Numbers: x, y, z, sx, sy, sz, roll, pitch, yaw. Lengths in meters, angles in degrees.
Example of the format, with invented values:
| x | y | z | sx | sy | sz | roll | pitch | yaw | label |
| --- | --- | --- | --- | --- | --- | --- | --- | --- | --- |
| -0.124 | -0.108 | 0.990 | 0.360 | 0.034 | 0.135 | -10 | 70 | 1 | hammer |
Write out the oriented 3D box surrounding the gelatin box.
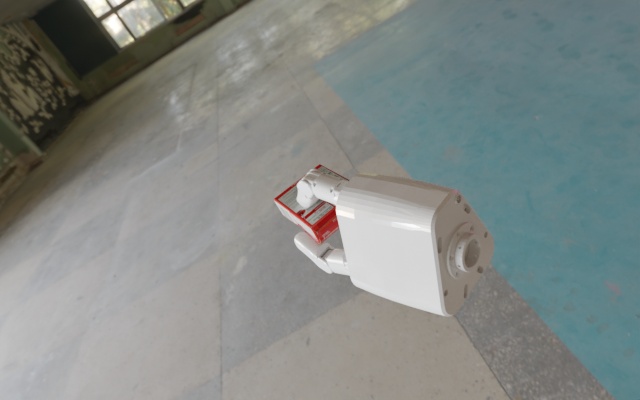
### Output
| x | y | z | sx | sy | sz | roll | pitch | yaw | label |
| --- | --- | --- | --- | --- | --- | --- | --- | --- | --- |
| 0.000 | 0.001 | 0.547 | 0.073 | 0.030 | 0.089 | -39 | 38 | -15 | gelatin box |
